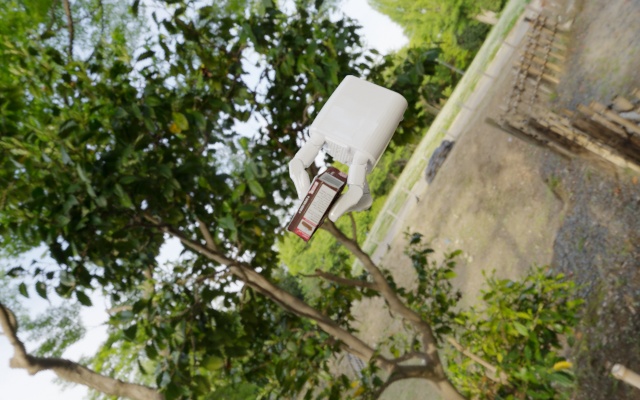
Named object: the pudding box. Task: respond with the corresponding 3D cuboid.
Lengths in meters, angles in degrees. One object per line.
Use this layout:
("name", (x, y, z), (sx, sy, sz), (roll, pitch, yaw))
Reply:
("pudding box", (0.000, 0.002, 0.690), (0.039, 0.090, 0.113), (31, 16, 6))
